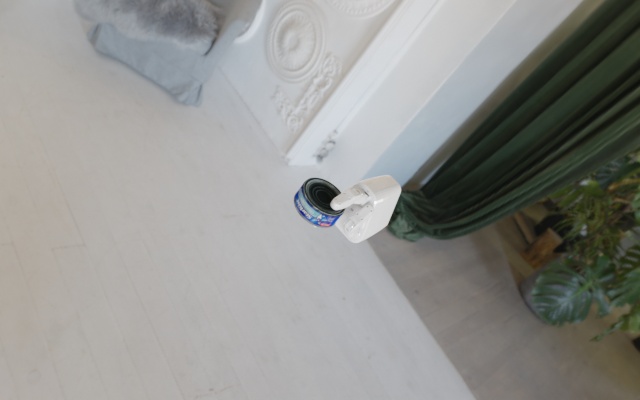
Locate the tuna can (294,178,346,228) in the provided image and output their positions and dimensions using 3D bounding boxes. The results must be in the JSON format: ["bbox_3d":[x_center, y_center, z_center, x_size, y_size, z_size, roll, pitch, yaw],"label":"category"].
[{"bbox_3d":[0.000,0.002,0.806,0.086,0.086,0.034,0,-39,-38],"label":"tuna can"}]
